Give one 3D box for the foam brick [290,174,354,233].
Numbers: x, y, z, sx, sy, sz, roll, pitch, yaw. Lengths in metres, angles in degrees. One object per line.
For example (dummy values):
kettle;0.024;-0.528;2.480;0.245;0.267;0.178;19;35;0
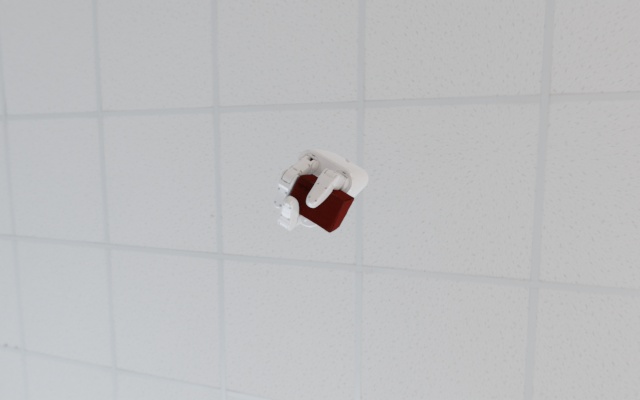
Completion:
foam brick;0.000;0.002;0.686;0.078;0.053;0.051;31;14;15
